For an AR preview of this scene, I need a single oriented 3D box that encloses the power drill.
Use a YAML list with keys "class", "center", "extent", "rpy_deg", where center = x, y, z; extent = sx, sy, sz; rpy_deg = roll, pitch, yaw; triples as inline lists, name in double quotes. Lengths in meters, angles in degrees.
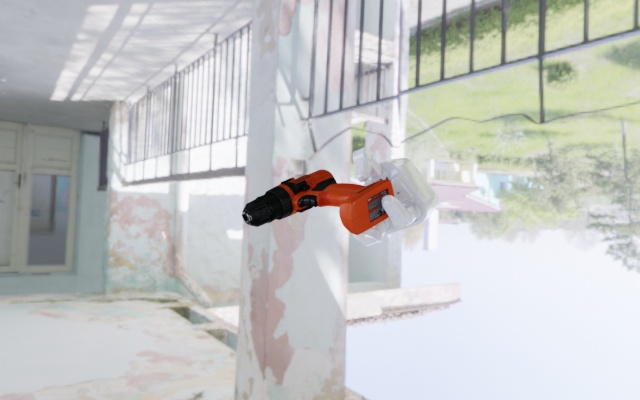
- class: "power drill"
  center: [0.001, 0.002, 0.714]
  extent: [0.187, 0.057, 0.184]
  rpy_deg: [11, 29, 43]
